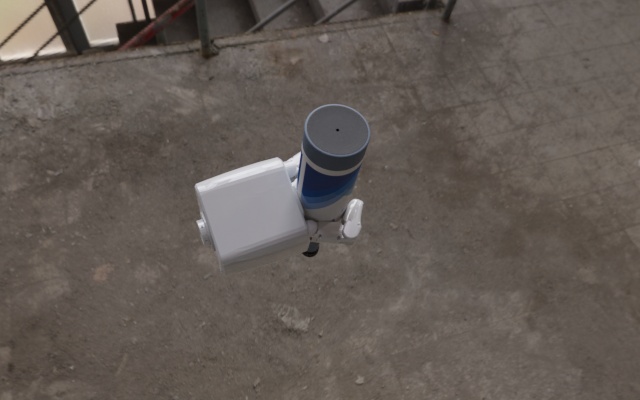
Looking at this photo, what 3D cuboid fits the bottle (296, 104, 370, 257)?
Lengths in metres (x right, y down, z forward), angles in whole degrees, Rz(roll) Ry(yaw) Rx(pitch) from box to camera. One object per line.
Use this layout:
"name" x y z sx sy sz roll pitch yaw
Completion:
"bottle" 0.000 0.002 0.599 0.069 0.069 0.296 0 -29 -8
